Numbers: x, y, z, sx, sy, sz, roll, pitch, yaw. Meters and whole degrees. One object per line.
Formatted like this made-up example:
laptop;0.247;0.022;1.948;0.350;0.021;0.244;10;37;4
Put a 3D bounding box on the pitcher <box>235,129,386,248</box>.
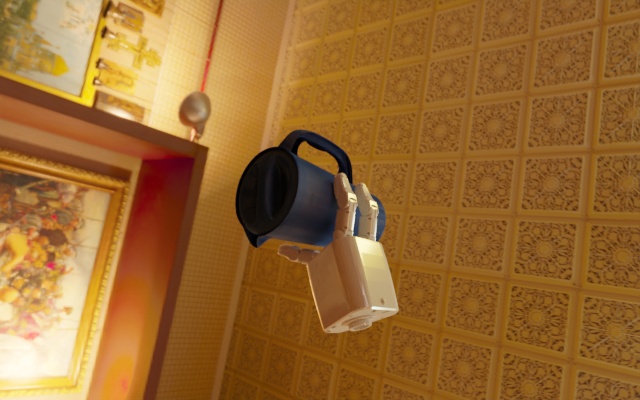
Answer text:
pitcher;0.000;0.003;0.762;0.149;0.145;0.243;-34;-34;31
